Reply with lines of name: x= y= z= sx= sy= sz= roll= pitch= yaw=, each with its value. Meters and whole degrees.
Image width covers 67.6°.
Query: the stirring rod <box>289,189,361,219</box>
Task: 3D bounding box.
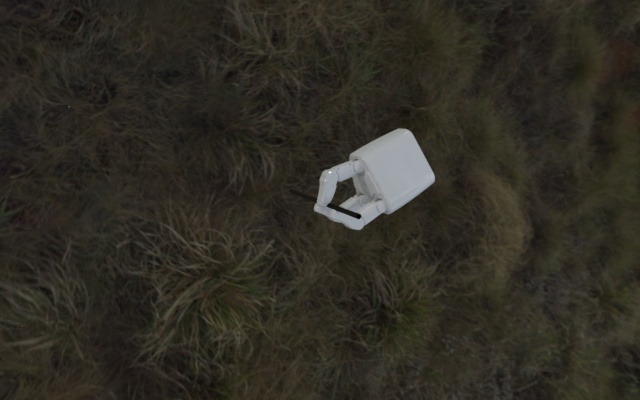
stirring rod: x=0.000 y=0.002 z=0.789 sx=0.011 sy=0.011 sz=0.239 roll=0 pitch=10 yaw=-28
